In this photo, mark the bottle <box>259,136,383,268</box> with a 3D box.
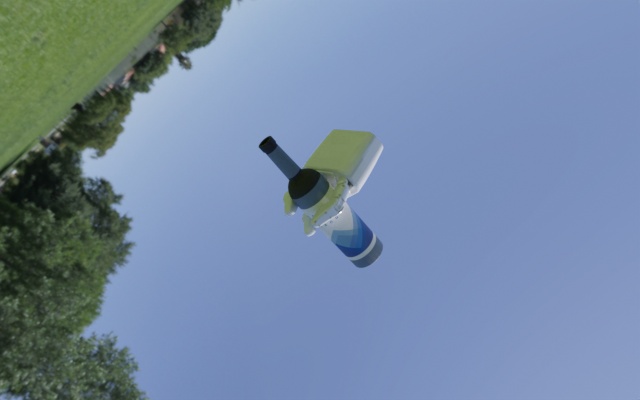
[{"bbox_3d":[0.000,0.003,0.829,0.296,0.069,0.069,47,-26,-26],"label":"bottle"}]
